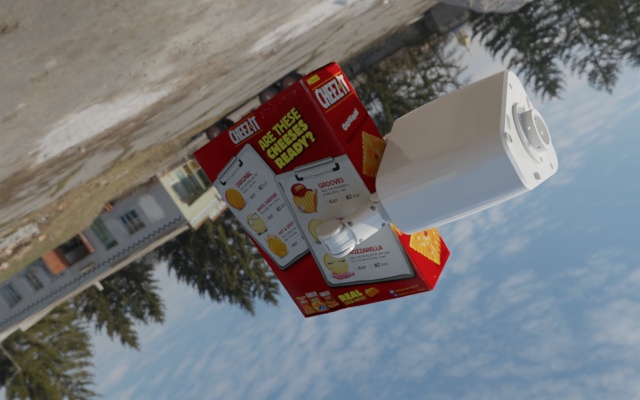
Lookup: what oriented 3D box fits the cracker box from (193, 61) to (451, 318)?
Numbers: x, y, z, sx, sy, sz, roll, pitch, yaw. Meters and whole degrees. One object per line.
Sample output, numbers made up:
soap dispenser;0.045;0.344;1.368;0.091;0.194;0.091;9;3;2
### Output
cracker box;0.000;0.002;0.467;0.164;0.214;0.072;-23;14;40
